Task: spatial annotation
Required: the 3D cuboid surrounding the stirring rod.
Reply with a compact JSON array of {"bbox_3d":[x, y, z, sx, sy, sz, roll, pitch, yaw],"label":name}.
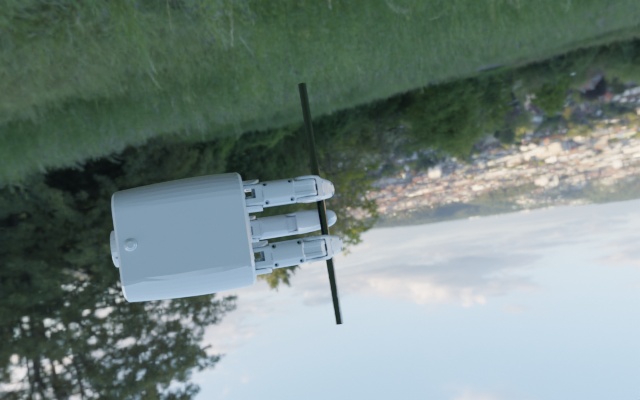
[{"bbox_3d":[0.000,0.001,0.472,0.011,0.239,0.011,-9,-4,-1],"label":"stirring rod"}]
